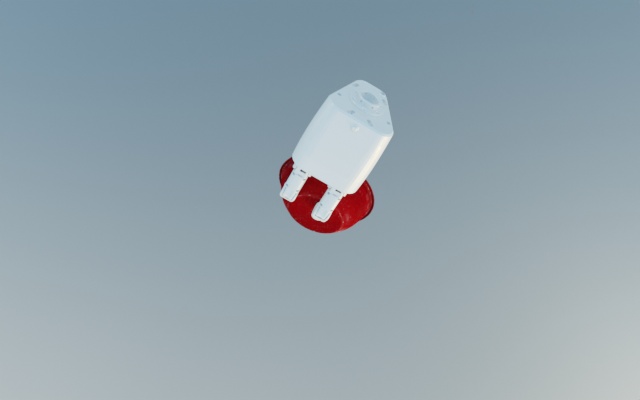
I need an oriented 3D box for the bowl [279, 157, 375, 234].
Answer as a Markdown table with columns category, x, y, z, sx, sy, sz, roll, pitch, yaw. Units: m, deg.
| category | x | y | z | sx | sy | sz | roll | pitch | yaw |
| --- | --- | --- | --- | --- | --- | --- | --- | --- | --- |
| bowl | 0.000 | 0.004 | 0.750 | 0.162 | 0.055 | 0.162 | 15 | -37 | 12 |
